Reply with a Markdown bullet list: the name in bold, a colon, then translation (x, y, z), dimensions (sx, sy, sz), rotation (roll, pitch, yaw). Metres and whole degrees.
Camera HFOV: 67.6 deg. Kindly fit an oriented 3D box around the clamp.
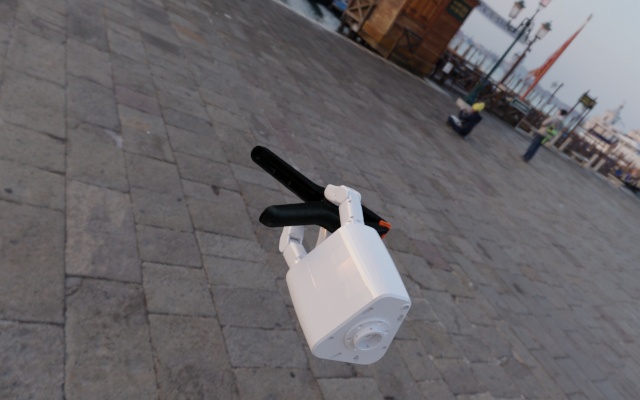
- **clamp**: translation (0.001, 0.002, 0.626), dimensions (0.210, 0.036, 0.164), rotation (20, 28, -31)
